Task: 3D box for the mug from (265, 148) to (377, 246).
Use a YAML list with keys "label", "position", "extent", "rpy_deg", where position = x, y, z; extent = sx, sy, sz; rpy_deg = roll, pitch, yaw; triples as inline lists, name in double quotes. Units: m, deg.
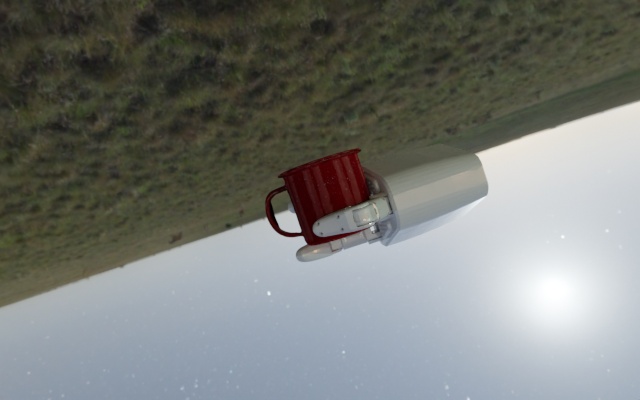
- label: "mug"
  position: [-0.001, 0.002, 0.504]
  extent: [0.117, 0.081, 0.093]
  rpy_deg: [-18, 0, -8]
